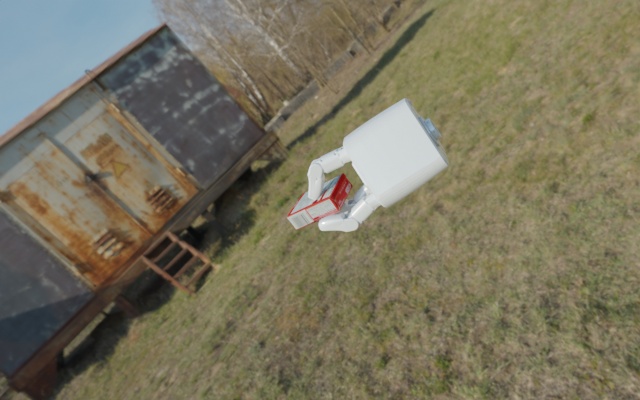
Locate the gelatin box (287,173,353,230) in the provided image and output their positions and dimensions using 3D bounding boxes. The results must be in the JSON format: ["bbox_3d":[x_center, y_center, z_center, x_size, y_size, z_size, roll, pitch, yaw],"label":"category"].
[{"bbox_3d":[0.000,0.002,0.736,0.089,0.030,0.073,-25,19,31],"label":"gelatin box"}]
